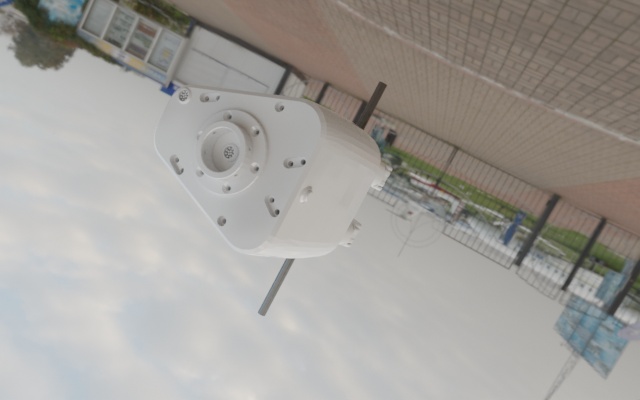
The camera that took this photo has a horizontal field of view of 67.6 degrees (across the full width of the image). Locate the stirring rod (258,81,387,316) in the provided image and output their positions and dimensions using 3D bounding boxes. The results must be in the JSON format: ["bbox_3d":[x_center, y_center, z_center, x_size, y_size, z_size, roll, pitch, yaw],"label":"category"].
[{"bbox_3d":[0.000,0.001,0.439,0.011,0.239,0.011,28,6,-3],"label":"stirring rod"}]
